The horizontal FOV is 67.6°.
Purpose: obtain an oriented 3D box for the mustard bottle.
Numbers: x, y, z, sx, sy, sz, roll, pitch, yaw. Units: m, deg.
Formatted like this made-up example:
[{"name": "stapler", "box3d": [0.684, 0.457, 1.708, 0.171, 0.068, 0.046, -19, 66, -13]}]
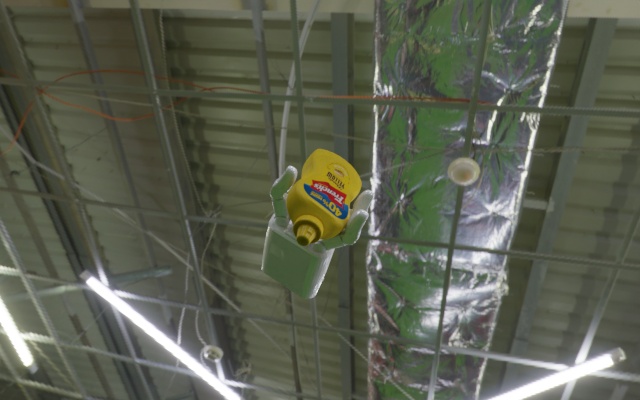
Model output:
[{"name": "mustard bottle", "box3d": [0.000, 0.002, 0.704, 0.058, 0.096, 0.191, -44, 13, 35]}]
